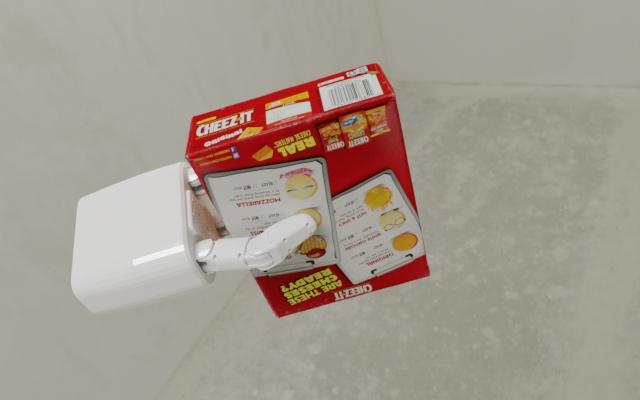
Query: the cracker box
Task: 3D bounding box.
[{"bbox_3d":[0.000,0.001,0.437,0.164,0.214,0.072,-16,40,5],"label":"cracker box"}]
